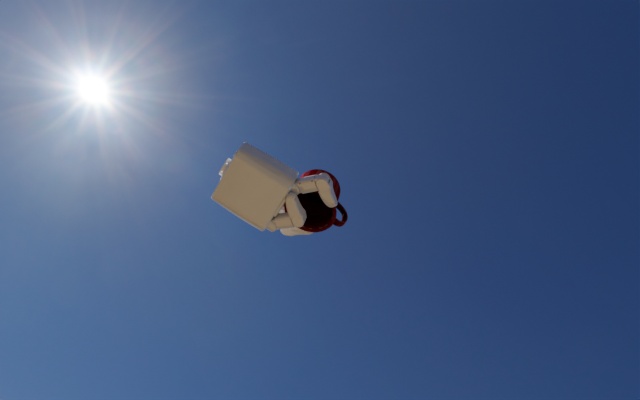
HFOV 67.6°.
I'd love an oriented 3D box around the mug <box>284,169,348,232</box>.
[{"bbox_3d":[0.001,0.003,0.860,0.117,0.093,0.081,32,35,-8],"label":"mug"}]
